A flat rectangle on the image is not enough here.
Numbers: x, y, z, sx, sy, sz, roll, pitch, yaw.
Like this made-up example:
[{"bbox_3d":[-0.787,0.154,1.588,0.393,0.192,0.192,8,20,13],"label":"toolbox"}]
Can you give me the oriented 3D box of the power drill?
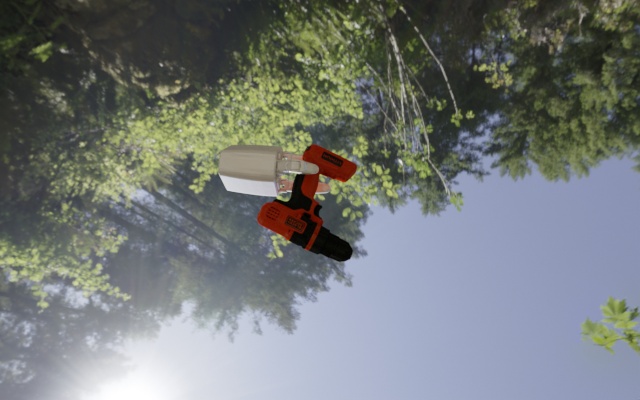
[{"bbox_3d":[0.000,0.002,0.883,0.184,0.187,0.057,27,-24,-4],"label":"power drill"}]
